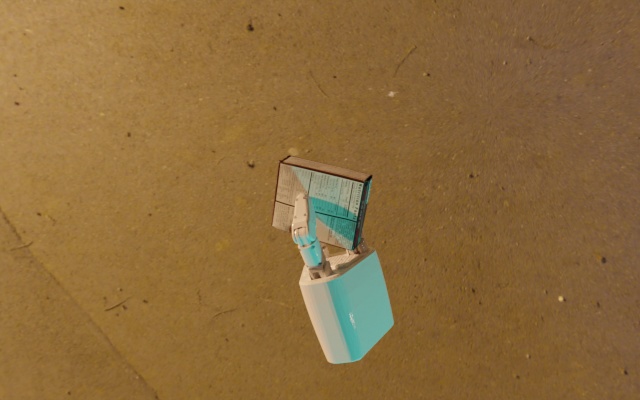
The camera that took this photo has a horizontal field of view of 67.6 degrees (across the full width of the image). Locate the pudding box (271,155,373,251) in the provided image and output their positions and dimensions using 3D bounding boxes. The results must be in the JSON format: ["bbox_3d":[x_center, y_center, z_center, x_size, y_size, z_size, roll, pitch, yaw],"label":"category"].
[{"bbox_3d":[0.000,0.002,0.580,0.113,0.090,0.039,14,19,14],"label":"pudding box"}]
